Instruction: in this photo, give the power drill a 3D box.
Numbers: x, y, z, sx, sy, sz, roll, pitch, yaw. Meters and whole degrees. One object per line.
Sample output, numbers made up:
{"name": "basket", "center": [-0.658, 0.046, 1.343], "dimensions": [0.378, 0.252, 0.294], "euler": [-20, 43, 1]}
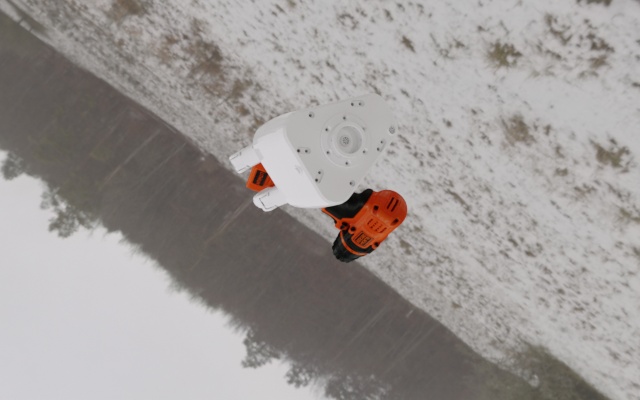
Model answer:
{"name": "power drill", "center": [0.000, 0.002, 0.608], "dimensions": [0.187, 0.057, 0.184], "euler": [32, -30, -2]}
